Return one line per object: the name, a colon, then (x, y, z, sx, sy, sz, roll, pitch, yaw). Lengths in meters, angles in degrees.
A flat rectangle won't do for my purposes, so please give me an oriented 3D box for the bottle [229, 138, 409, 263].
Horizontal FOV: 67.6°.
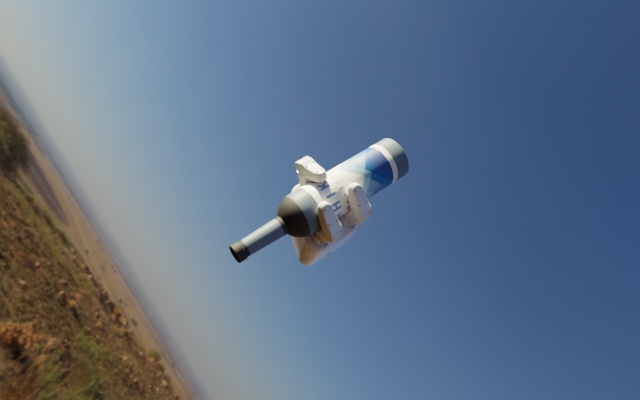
bottle: (0.000, 0.002, 0.698, 0.295, 0.069, 0.069, -31, 13, -22)
